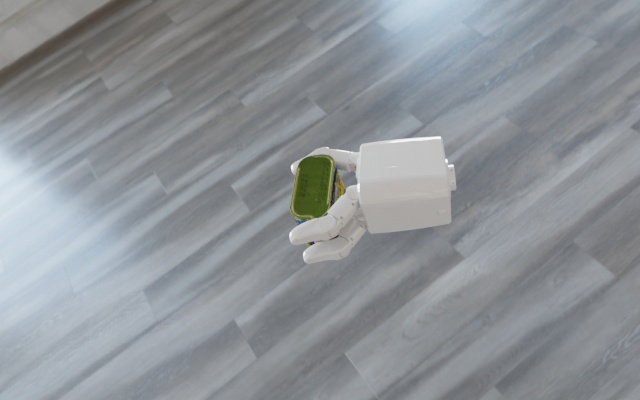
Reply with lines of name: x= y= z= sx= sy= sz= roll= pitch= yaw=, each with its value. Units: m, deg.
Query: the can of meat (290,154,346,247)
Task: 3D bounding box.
can of meat: x=0.000 y=0.002 z=0.628 sx=0.057 sy=0.102 sz=0.084 roll=-2 pitch=-31 yaw=15
